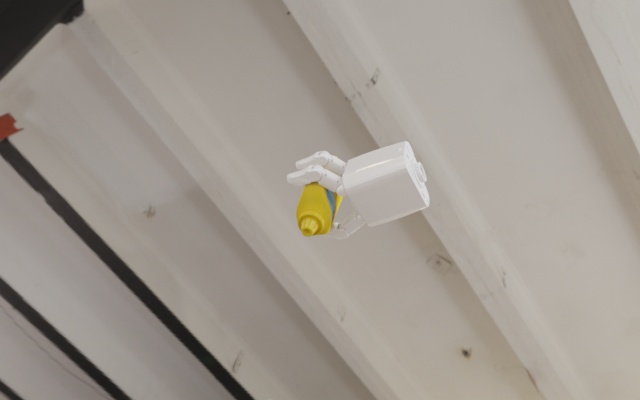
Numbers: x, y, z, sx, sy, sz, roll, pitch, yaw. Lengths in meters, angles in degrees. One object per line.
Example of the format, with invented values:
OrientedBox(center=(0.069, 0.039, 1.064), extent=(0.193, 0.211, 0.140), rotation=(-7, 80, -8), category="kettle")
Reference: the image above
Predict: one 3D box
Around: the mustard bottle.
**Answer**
OrientedBox(center=(0.000, 0.003, 0.805), extent=(0.058, 0.096, 0.191), rotation=(2, 29, 12), category="mustard bottle")
